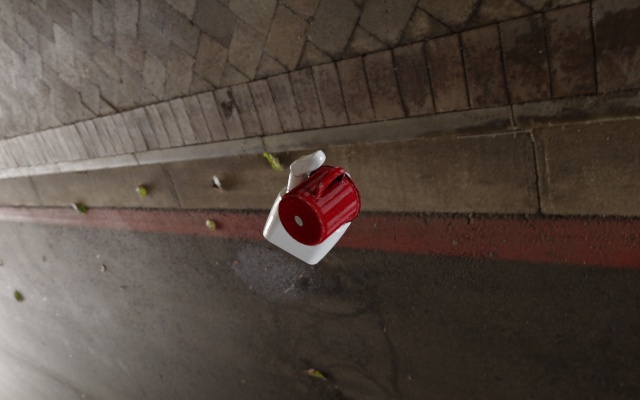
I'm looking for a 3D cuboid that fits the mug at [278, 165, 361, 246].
[{"bbox_3d":[0.001,0.001,0.647,0.081,0.093,0.117,-38,-17,-43],"label":"mug"}]
